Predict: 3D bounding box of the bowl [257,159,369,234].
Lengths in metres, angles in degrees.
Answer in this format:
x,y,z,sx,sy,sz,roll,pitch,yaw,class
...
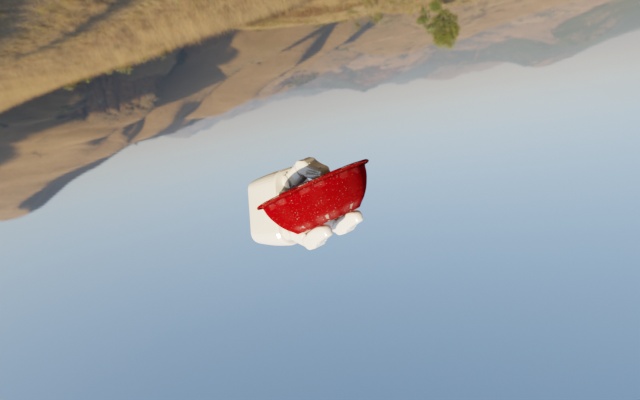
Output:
x,y,z,sx,sy,sz,roll,pitch,yaw,class
0.001,0.002,0.632,0.162,0.055,0.162,-24,-2,-1,bowl
